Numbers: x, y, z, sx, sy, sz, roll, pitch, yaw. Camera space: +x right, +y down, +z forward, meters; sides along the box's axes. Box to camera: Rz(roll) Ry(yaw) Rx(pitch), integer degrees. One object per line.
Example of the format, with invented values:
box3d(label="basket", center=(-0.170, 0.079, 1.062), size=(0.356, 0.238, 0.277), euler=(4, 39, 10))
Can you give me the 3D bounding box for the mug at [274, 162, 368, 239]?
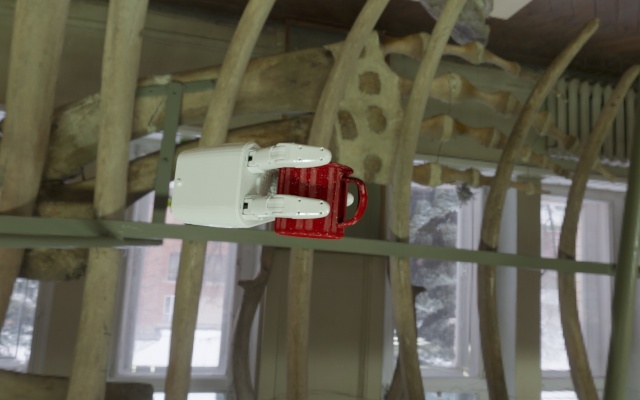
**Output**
box3d(label="mug", center=(0.001, 0.002, 0.546), size=(0.117, 0.081, 0.093), euler=(1, -8, 30))
